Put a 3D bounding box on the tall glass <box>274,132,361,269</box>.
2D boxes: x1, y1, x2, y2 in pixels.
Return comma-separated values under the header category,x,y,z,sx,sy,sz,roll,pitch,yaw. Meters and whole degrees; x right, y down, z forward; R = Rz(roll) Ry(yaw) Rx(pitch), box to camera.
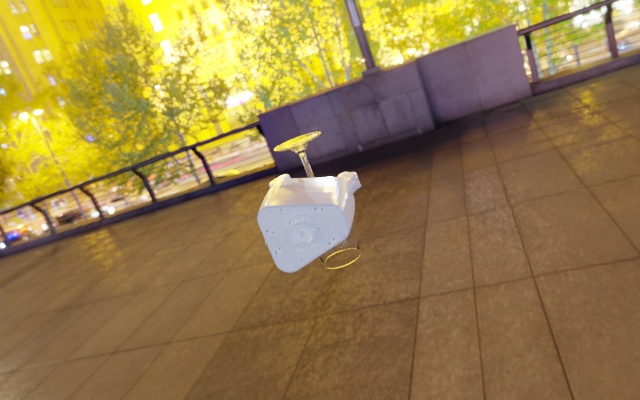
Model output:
category,x,y,z,sx,sy,sz,roll,pitch,yaw
tall glass,0.000,0.002,0.728,0.079,0.201,0.079,-19,16,6
